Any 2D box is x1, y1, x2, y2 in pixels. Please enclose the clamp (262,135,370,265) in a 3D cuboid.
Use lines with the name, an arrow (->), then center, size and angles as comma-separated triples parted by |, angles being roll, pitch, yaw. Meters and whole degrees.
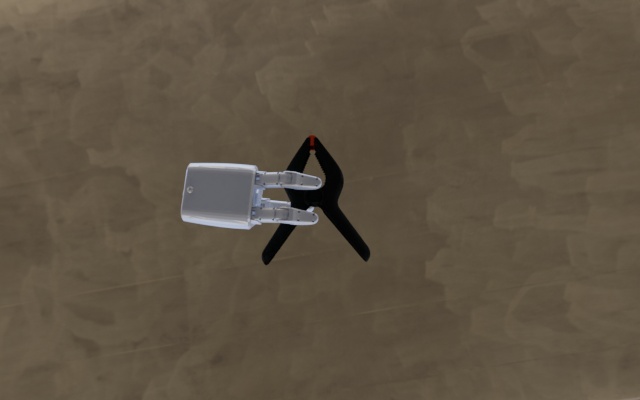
clamp -> 0.000, 0.002, 0.747 | 0.164, 0.210, 0.036 | 5, -13, -2
